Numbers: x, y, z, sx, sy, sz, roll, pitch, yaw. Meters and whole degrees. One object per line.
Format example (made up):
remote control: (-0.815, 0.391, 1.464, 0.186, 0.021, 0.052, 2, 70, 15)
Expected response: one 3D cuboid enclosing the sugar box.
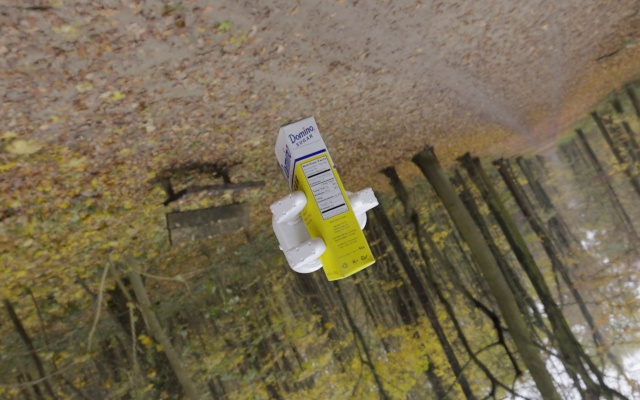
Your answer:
sugar box: (0.000, 0.002, 0.549, 0.048, 0.176, 0.093, -24, -7, -14)
